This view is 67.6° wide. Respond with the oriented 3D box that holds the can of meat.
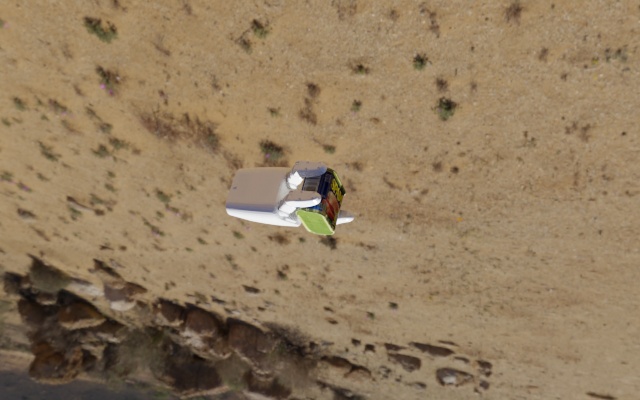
[{"bbox_3d":[0.000,0.003,0.818,0.057,0.084,0.102,5,-25,20],"label":"can of meat"}]
